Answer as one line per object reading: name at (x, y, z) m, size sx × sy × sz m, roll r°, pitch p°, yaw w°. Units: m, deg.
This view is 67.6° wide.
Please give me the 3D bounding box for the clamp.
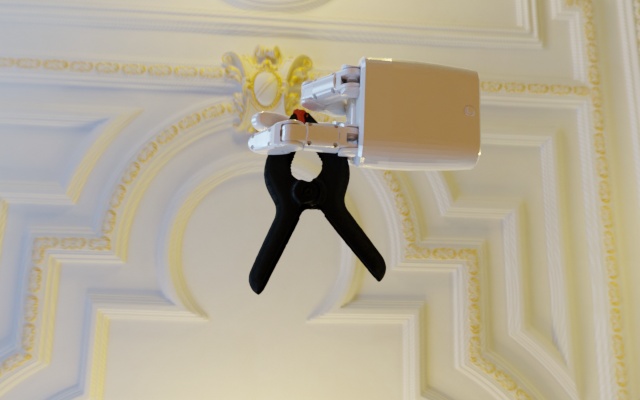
clamp at (0.000, 0.001, 0.436) m, size 0.120 × 0.171 × 0.039 m, roll 3°, pitch -10°, yaw -4°
